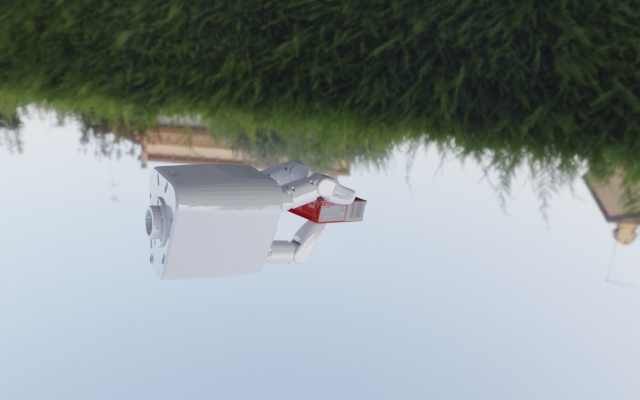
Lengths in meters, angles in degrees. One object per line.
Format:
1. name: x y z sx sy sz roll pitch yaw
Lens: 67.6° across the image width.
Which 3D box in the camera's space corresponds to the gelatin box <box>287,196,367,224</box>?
1. gelatin box: 0.000 0.002 0.572 0.073 0.030 0.089 22 14 40
